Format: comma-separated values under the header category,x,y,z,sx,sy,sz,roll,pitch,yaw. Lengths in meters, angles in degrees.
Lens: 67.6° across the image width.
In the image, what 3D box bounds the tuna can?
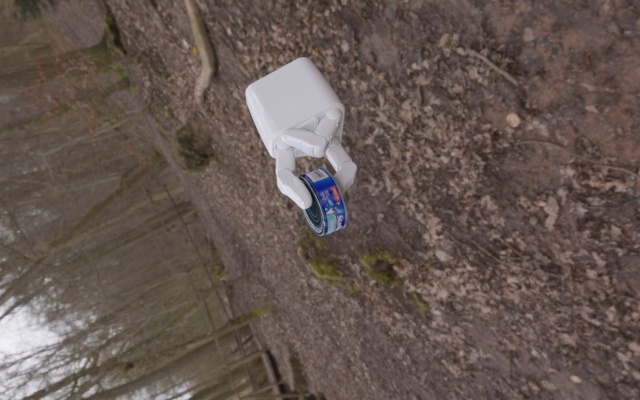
category,x,y,z,sx,sy,sz,roll,pitch,yaw
tuna can,0.000,0.002,0.622,0.034,0.086,0.086,-21,7,-19
